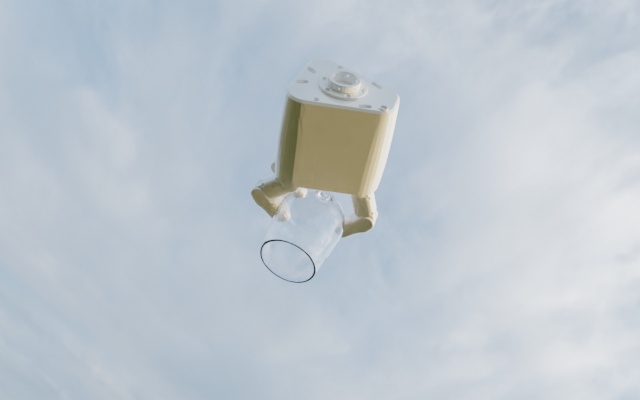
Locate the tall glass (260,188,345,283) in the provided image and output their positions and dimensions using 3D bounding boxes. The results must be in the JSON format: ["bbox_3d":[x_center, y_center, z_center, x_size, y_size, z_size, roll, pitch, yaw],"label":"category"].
[{"bbox_3d":[0.000,0.002,0.557,0.079,0.079,0.201,0,38,26],"label":"tall glass"}]
